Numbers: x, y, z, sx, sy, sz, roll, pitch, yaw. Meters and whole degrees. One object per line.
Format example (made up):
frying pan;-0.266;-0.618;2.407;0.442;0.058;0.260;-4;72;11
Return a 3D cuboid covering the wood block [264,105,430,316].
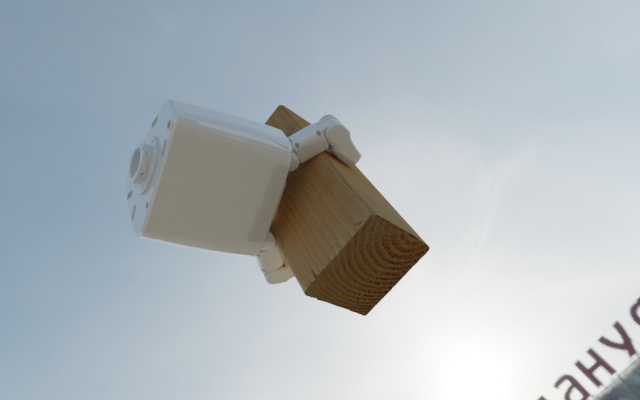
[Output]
wood block;0.000;0.001;0.475;0.090;0.091;0.206;29;17;-41
